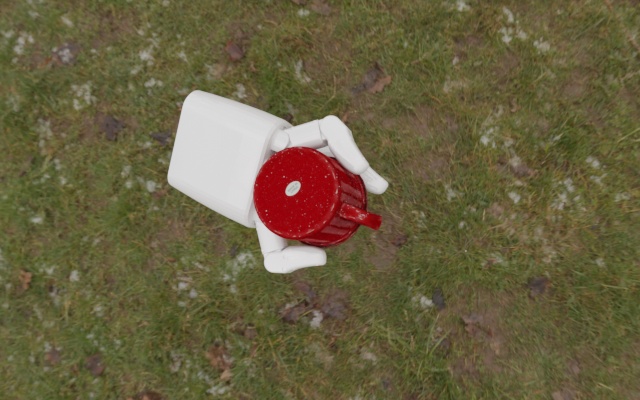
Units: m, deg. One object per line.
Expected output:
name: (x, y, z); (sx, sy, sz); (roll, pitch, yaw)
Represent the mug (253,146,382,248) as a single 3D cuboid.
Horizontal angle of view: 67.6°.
mug: (0.001, 0.002, 0.437); (0.117, 0.093, 0.081); (24, 1, 19)
